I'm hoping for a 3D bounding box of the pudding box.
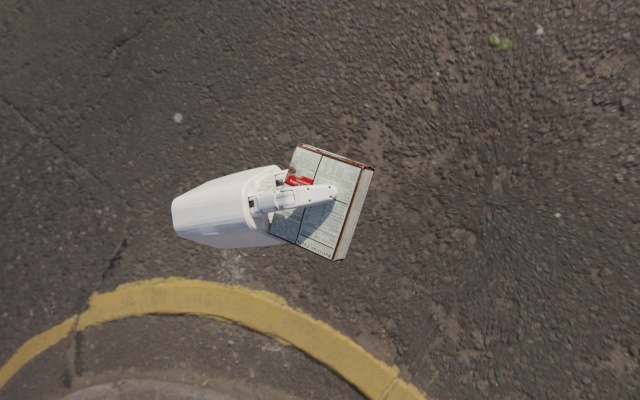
[{"bbox_3d":[0.000,0.002,0.540,0.090,0.113,0.039,22,10,24],"label":"pudding box"}]
